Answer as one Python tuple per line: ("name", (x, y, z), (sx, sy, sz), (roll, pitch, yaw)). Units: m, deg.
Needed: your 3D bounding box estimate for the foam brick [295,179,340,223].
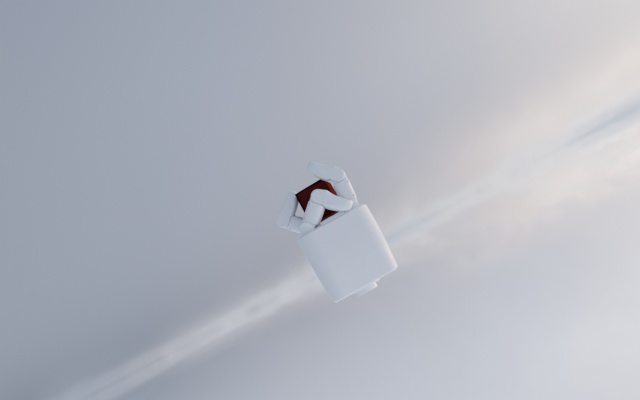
("foam brick", (0.000, 0.002, 0.755), (0.053, 0.051, 0.078), (-31, -8, 7))
